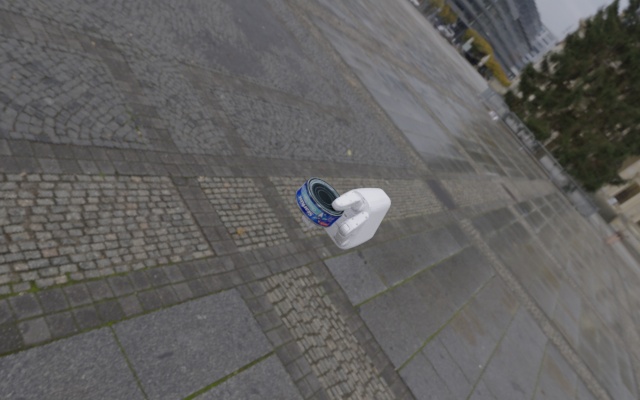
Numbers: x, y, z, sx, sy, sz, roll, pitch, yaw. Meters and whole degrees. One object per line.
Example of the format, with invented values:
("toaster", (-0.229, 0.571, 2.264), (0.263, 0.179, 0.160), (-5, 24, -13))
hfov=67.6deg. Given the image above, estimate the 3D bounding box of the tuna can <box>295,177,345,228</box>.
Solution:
("tuna can", (0.000, 0.002, 0.818), (0.034, 0.086, 0.086), (-44, -25, 29))
